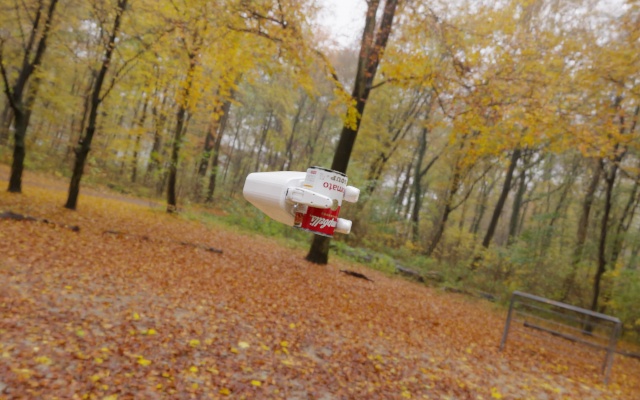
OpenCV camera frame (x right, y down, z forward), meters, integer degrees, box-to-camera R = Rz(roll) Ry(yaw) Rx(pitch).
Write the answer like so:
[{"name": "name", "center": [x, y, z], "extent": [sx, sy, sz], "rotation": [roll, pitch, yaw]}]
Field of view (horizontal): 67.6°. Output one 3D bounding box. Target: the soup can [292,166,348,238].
[{"name": "soup can", "center": [0.000, 0.002, 0.767], "extent": [0.068, 0.102, 0.068], "rotation": [14, -3, 1]}]
